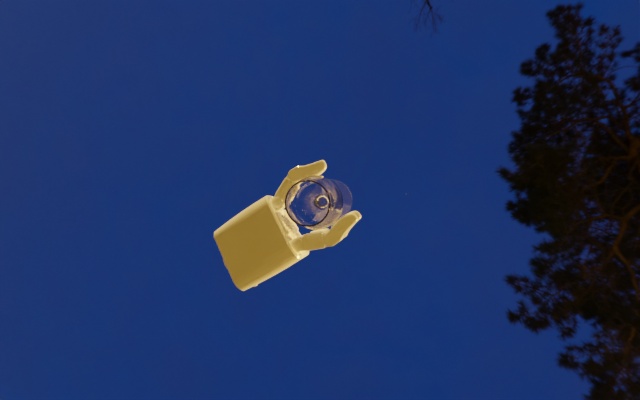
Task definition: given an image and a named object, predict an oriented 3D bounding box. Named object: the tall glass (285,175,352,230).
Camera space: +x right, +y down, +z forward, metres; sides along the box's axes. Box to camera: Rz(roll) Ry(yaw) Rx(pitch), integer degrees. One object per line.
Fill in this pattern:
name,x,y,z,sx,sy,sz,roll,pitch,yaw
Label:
tall glass,0.000,0.002,0.724,0.079,0.079,0.201,0,1,10
